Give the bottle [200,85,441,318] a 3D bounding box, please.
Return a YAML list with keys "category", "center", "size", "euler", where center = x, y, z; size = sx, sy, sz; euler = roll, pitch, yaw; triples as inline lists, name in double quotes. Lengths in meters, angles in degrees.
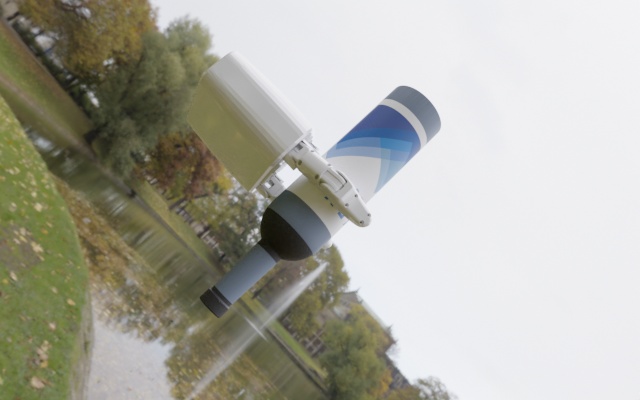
- category: "bottle"
  center: [0.000, 0.001, 0.478]
  size: [0.295, 0.069, 0.069]
  euler: [-44, 13, -14]
